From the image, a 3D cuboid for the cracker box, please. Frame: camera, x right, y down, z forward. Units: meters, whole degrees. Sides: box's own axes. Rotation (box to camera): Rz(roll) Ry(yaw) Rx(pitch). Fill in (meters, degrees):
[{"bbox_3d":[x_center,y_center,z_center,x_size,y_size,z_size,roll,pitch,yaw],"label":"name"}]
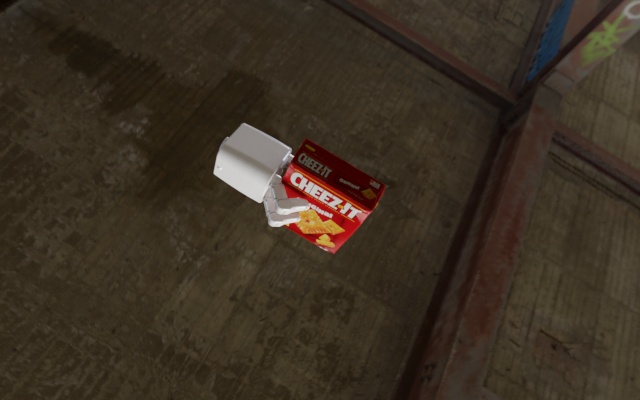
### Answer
[{"bbox_3d":[0.000,0.003,0.895,0.164,0.072,0.214,30,-31,-2],"label":"cracker box"}]
